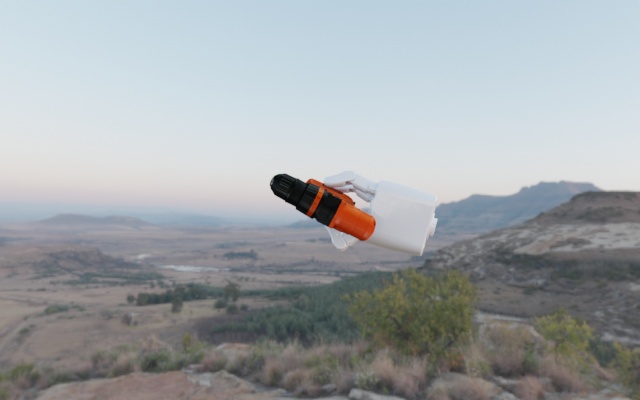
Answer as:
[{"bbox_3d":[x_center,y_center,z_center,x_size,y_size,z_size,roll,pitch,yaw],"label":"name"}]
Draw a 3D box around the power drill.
[{"bbox_3d":[0.000,0.003,0.834,0.184,0.057,0.187,29,6,-5],"label":"power drill"}]
